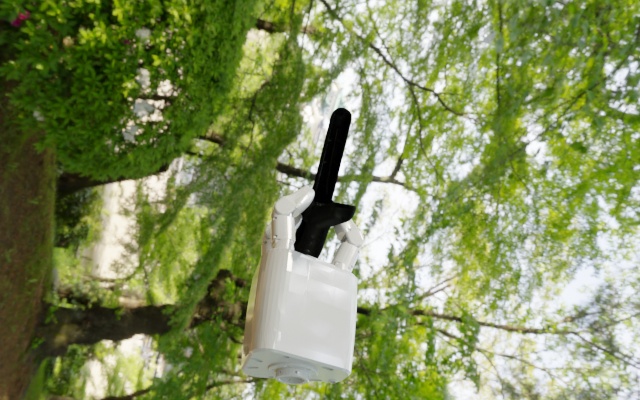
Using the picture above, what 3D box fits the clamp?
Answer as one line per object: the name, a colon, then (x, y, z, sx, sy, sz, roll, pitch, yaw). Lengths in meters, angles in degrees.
clamp: (0.001, 0.003, 0.584, 0.036, 0.164, 0.210, 13, -37, -11)
